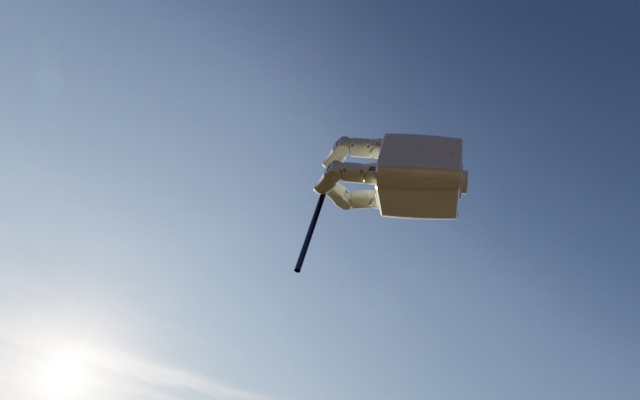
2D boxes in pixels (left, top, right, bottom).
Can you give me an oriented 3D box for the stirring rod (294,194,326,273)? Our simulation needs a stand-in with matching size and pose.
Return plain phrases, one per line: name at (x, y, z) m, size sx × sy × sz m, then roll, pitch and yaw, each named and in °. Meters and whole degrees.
stirring rod at (0.000, 0.002, 0.656) m, size 0.011 × 0.011 × 0.239 m, roll 0°, pitch 43°, yaw 19°
